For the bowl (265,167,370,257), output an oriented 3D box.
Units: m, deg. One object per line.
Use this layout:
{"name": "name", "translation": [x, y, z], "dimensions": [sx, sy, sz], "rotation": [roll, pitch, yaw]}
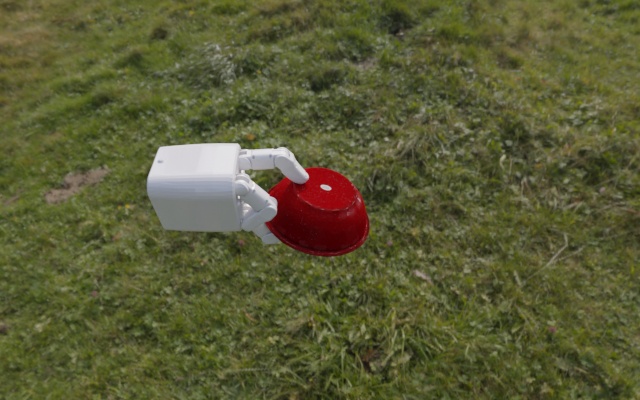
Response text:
{"name": "bowl", "translation": [0.001, 0.002, 0.680], "dimensions": [0.162, 0.055, 0.162], "rotation": [10, 40, -9]}
